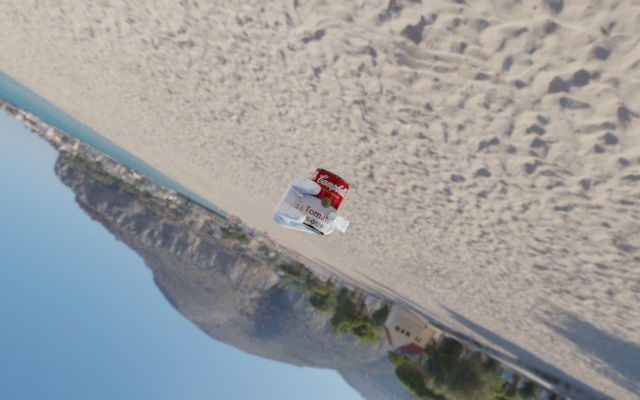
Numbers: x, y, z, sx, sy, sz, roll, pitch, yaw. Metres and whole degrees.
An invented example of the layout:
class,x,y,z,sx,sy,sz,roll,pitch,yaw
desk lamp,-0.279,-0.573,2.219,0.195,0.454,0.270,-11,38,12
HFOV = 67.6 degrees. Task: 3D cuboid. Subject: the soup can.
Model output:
class,x,y,z,sx,sy,sz,roll,pitch,yaw
soup can,0.000,0.003,0.843,0.068,0.102,0.068,28,-7,4
